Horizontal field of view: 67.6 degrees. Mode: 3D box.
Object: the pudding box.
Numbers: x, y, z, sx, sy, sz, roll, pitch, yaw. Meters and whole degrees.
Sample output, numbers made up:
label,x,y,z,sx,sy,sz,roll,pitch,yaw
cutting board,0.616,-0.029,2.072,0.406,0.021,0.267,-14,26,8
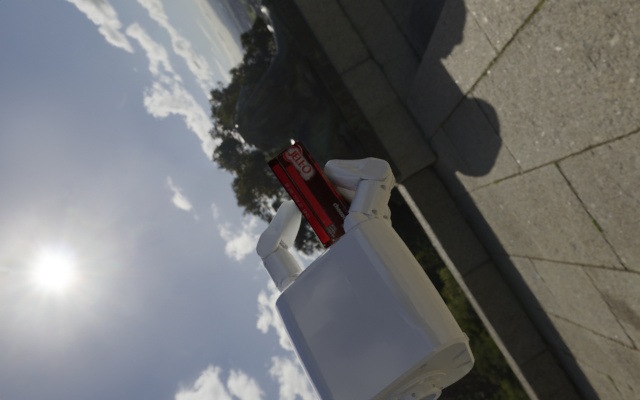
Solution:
label,x,y,z,sx,sy,sz,roll,pitch,yaw
pudding box,0.000,0.002,0.437,0.039,0.090,0.113,-34,-10,0
